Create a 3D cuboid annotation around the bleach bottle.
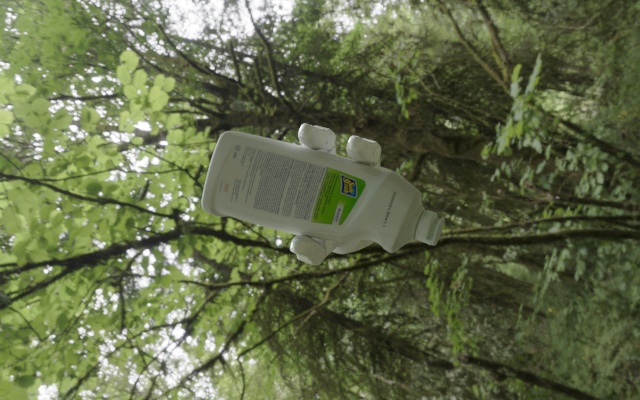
[{"bbox_3d":[0.000,0.002,0.499,0.251,0.102,0.068,18,6,22],"label":"bleach bottle"}]
